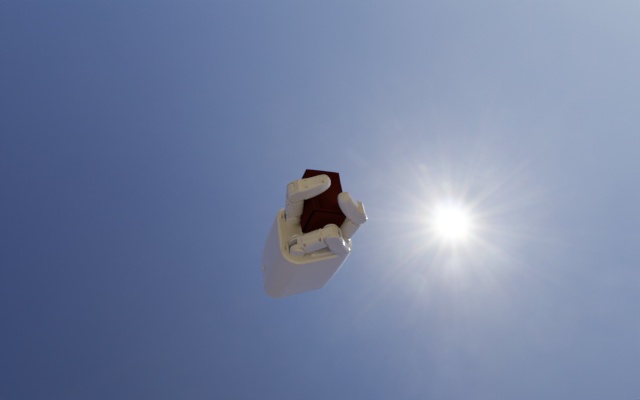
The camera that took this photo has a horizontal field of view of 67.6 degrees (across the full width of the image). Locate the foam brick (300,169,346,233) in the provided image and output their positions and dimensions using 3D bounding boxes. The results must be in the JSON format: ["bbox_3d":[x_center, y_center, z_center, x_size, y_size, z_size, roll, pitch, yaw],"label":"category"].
[{"bbox_3d":[0.000,0.002,0.673,0.053,0.078,0.051,7,-42,-20],"label":"foam brick"}]
